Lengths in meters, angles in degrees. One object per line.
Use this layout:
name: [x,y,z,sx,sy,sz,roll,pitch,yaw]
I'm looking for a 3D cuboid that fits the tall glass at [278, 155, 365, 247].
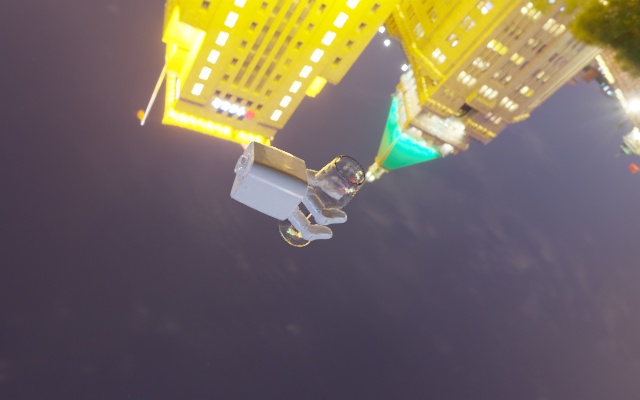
tall glass: [0.000,0.003,0.877,0.079,0.079,0.201,0,-34,-38]
